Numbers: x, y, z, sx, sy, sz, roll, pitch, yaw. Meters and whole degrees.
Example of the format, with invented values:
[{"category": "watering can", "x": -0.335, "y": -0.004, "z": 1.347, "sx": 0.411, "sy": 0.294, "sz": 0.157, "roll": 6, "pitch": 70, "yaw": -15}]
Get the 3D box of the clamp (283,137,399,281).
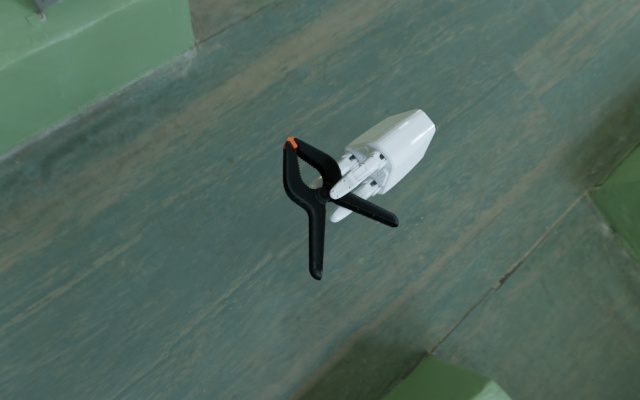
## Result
[{"category": "clamp", "x": 0.000, "y": 0.002, "z": 0.714, "sx": 0.164, "sy": 0.210, "sz": 0.036, "roll": -39, "pitch": 0, "yaw": -23}]
